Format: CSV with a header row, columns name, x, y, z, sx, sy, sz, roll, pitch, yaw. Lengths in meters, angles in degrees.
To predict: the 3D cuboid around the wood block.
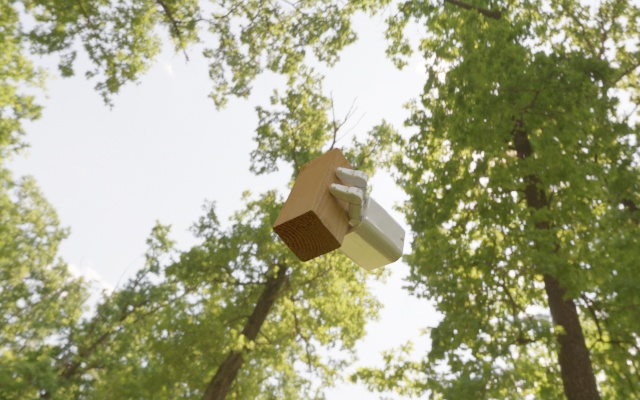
name,x,y,z,sx,sy,sz,roll,pitch,yaw
wood block,0.000,0.003,0.881,0.091,0.090,0.206,-26,25,30
